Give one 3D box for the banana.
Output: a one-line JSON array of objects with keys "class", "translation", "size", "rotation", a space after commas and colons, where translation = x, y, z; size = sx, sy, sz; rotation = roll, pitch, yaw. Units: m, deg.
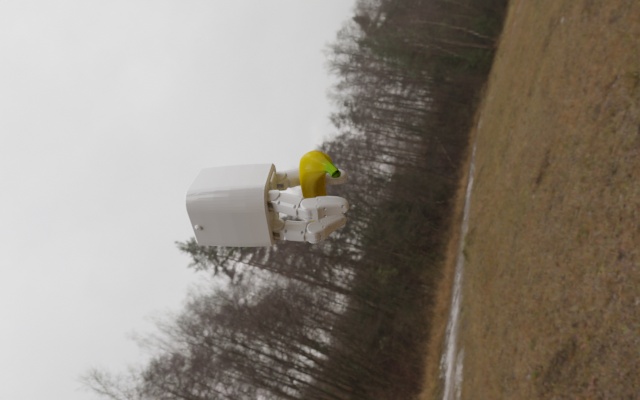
[{"class": "banana", "translation": [-0.006, -0.016, 0.649], "size": [0.037, 0.069, 0.198], "rotation": [-16, -22, -9]}]
